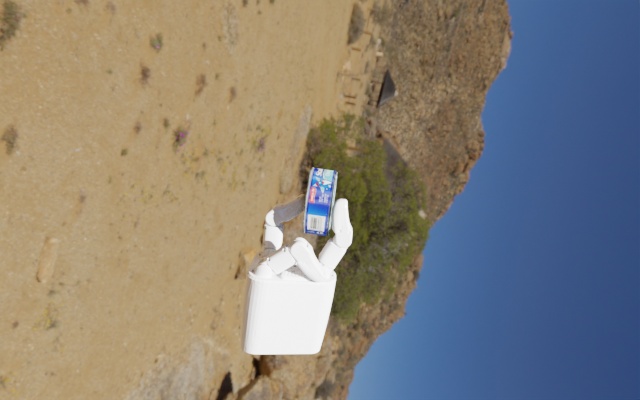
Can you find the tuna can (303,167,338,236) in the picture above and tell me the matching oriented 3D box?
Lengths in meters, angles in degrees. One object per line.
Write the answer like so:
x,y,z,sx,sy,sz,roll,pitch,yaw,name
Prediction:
0.001,0.002,0.612,0.034,0.086,0.086,8,0,3,tuna can
